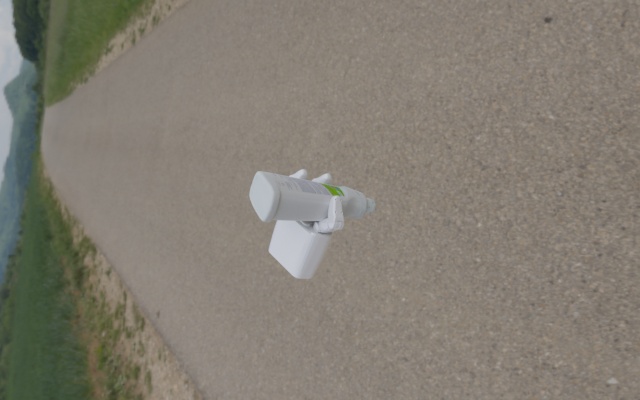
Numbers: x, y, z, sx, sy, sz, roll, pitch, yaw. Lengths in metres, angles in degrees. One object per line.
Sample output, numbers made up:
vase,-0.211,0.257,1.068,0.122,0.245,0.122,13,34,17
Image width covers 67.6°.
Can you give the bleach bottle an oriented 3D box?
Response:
bleach bottle,0.000,0.003,0.895,0.251,0.068,0.102,7,27,-31
